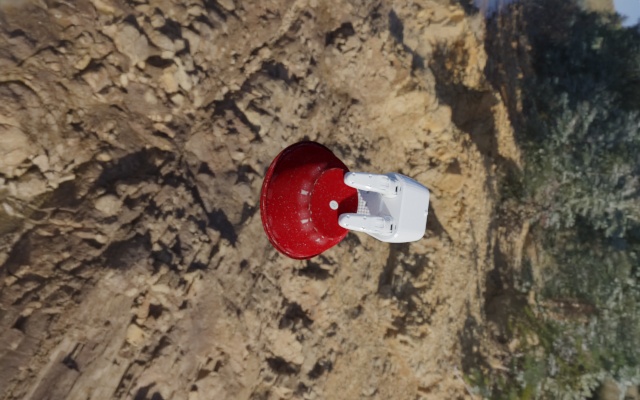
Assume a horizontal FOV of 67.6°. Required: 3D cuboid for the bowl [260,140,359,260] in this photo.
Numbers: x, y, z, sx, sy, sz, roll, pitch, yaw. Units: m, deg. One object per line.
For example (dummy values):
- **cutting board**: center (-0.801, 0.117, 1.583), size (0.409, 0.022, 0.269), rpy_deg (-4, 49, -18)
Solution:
- **bowl**: center (-0.001, 0.002, 0.625), size (0.162, 0.162, 0.055), rpy_deg (0, 4, -44)
